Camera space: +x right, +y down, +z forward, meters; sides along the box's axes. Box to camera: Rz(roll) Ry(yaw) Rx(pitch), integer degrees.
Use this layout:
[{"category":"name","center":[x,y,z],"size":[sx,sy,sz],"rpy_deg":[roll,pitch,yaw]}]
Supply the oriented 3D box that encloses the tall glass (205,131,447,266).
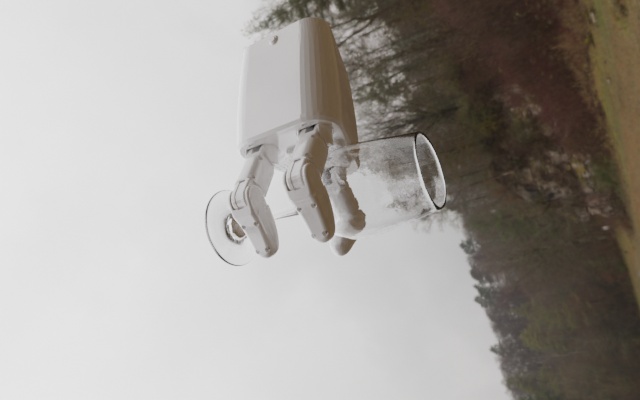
[{"category":"tall glass","center":[0.000,0.002,0.408],"size":[0.201,0.079,0.079],"rpy_deg":[-16,-8,29]}]
